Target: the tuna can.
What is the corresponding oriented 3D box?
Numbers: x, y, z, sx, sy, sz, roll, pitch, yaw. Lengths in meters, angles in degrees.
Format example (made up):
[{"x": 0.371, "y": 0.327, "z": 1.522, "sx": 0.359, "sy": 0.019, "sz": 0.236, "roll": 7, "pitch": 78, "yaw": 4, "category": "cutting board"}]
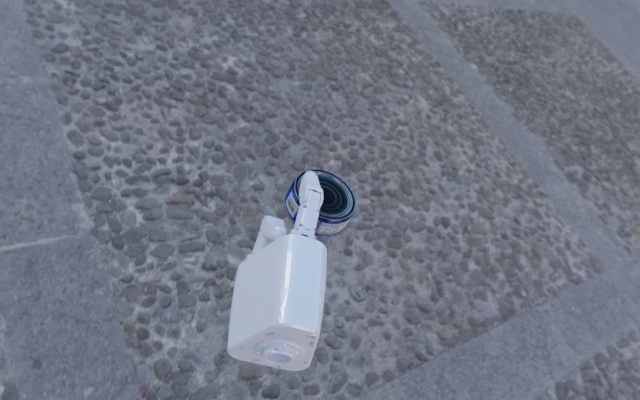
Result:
[{"x": 0.000, "y": 0.002, "z": 0.595, "sx": 0.086, "sy": 0.086, "sz": 0.034, "roll": 0, "pitch": -39, "yaw": -29, "category": "tuna can"}]
